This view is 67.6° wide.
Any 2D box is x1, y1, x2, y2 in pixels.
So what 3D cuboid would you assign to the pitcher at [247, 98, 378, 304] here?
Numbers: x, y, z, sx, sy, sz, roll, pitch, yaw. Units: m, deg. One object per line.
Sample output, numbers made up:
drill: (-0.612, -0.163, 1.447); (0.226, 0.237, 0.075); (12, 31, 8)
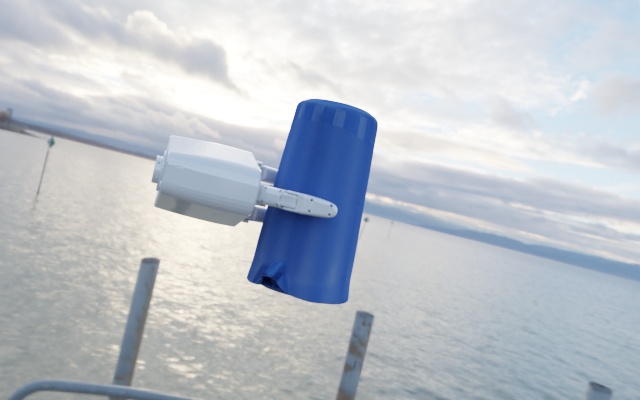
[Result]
pitcher: (0.000, 0.002, 0.621); (0.145, 0.243, 0.149); (13, 0, -18)
